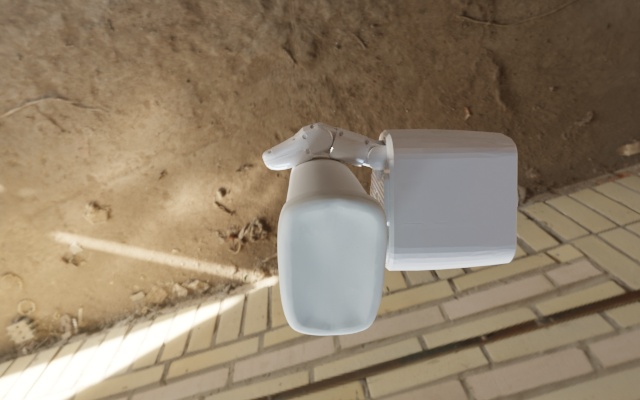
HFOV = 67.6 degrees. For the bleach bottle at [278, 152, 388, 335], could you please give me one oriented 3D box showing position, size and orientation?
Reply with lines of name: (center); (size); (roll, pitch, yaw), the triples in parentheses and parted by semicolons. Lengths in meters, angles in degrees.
bleach bottle: (0.000, 0.001, 0.409); (0.068, 0.103, 0.250); (0, 21, -4)
